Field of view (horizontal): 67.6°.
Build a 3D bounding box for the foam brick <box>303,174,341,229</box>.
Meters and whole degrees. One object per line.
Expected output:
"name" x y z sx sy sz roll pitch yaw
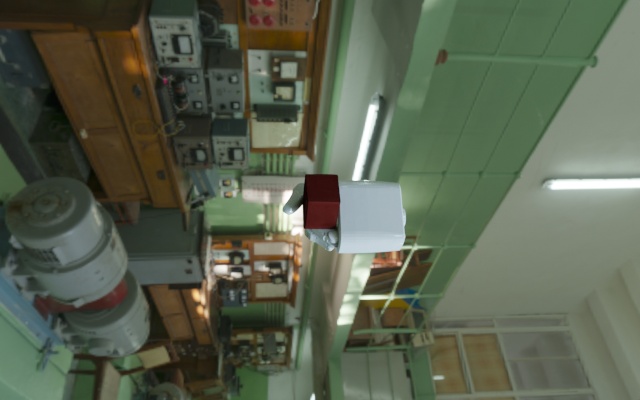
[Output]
"foam brick" 0.000 0.002 0.734 0.051 0.053 0.078 0 -35 -5
